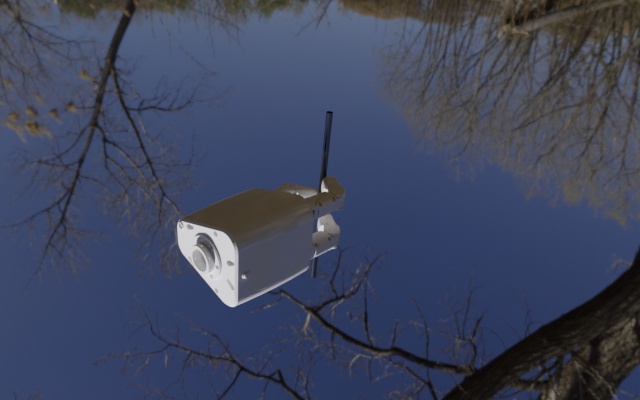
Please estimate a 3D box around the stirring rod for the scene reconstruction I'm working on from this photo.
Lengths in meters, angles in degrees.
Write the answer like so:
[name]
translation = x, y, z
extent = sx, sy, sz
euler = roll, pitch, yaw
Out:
[stirring rod]
translation = 0.000, 0.002, 0.616
extent = 0.011, 0.240, 0.011
euler = 4, 29, -2
